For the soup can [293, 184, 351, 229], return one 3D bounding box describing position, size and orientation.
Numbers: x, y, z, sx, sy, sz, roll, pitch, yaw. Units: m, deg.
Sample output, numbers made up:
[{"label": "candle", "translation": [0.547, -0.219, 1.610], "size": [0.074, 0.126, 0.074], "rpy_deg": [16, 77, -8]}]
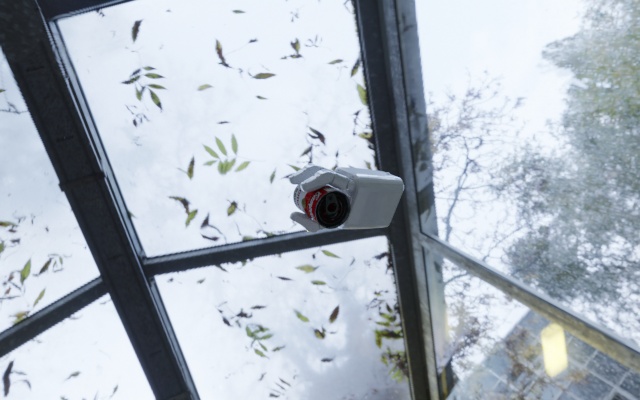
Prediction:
[{"label": "soup can", "translation": [0.000, 0.003, 0.855], "size": [0.068, 0.068, 0.102], "rpy_deg": [0, 16, -27]}]
